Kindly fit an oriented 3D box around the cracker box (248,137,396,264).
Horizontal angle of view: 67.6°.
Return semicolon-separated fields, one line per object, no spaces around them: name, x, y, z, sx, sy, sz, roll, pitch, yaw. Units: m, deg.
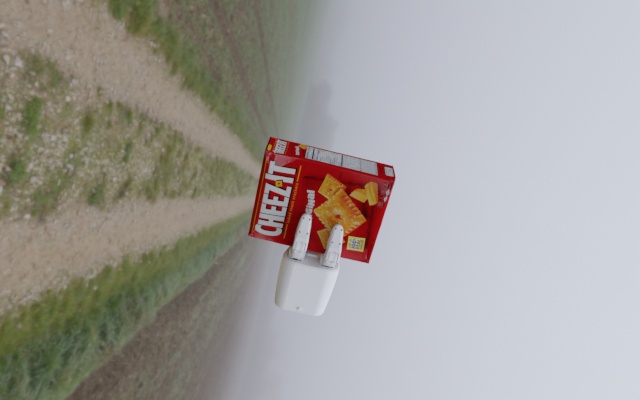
cracker box;0.000;0.003;0.797;0.214;0.164;0.072;13;26;-4
